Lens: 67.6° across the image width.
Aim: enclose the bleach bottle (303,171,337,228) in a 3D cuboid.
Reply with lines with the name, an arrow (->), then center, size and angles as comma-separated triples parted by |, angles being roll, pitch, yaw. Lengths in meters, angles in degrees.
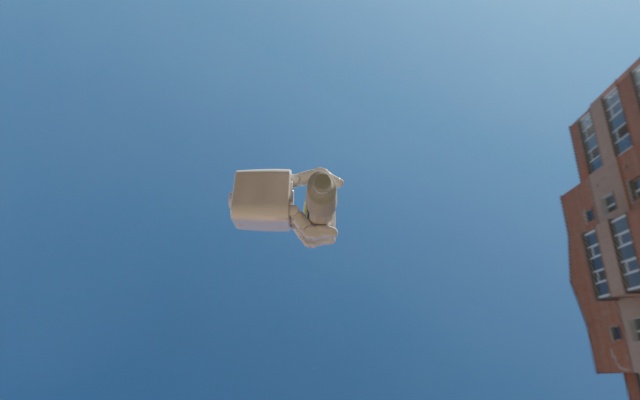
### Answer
bleach bottle -> 0.000, 0.003, 0.886 | 0.068, 0.102, 0.251 | -1, -19, -2
